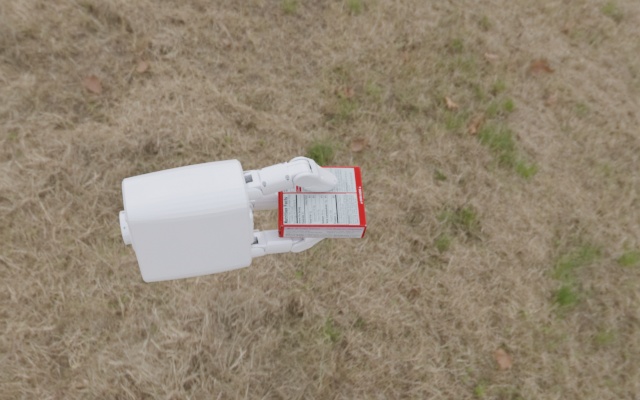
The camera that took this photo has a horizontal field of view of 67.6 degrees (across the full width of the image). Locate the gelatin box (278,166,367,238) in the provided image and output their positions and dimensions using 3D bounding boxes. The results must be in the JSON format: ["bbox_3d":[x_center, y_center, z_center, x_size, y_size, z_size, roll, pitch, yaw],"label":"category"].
[{"bbox_3d":[0.000,0.001,0.496,0.089,0.073,0.030,0,-31,-6],"label":"gelatin box"}]
